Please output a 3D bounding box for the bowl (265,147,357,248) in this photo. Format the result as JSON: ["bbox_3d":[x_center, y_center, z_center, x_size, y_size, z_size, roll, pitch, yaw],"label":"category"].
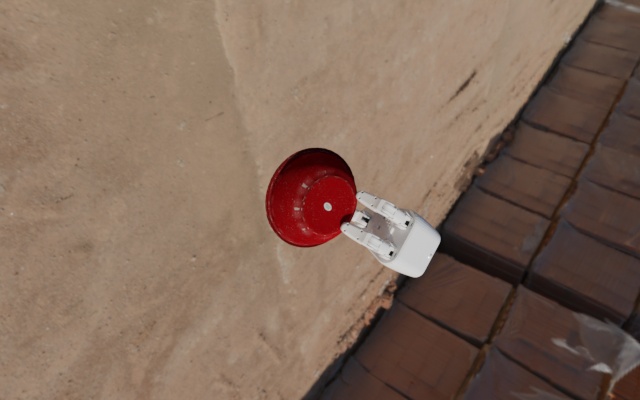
[{"bbox_3d":[-0.001,0.002,0.728,0.162,0.162,0.055,0,13,-30],"label":"bowl"}]
